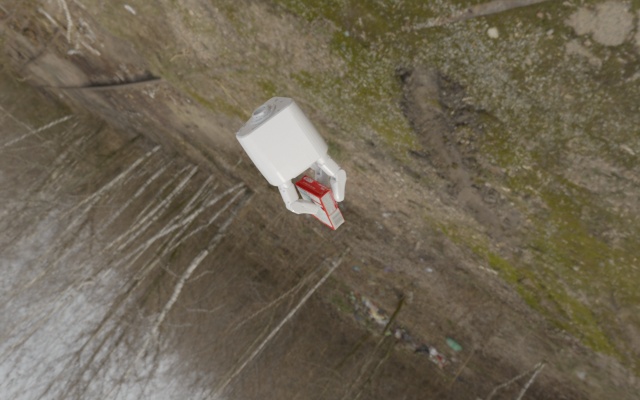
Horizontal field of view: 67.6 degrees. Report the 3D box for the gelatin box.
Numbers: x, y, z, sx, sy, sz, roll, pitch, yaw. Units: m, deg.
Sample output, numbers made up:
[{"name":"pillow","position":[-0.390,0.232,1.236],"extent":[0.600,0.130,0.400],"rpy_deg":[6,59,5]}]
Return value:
[{"name":"gelatin box","position":[0.000,0.003,0.871],"extent":[0.030,0.089,0.073],"rpy_deg":[-41,42,-17]}]
